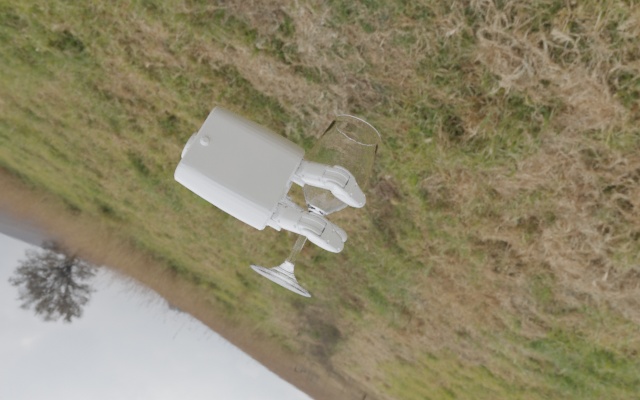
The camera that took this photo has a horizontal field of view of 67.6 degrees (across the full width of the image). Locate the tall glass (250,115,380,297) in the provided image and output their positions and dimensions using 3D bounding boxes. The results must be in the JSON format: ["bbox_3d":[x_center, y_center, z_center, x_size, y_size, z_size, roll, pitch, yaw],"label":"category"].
[{"bbox_3d":[0.000,0.002,0.541,0.079,0.201,0.079,25,-16,8],"label":"tall glass"}]
